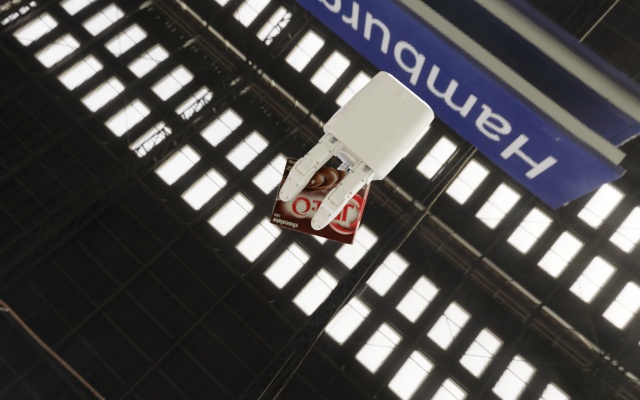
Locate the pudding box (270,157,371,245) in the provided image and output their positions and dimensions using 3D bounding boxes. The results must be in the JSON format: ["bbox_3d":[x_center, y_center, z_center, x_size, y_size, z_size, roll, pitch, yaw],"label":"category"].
[{"bbox_3d":[0.000,0.002,0.623,0.113,0.090,0.039,14,-5,8],"label":"pudding box"}]
